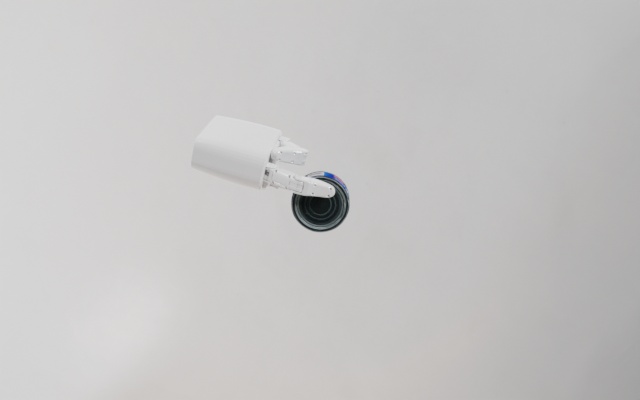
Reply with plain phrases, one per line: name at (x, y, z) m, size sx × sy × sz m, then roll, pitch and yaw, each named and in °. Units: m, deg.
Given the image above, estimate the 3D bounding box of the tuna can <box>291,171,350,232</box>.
tuna can at (0.000, 0.002, 0.694) m, size 0.086 × 0.086 × 0.033 m, roll 0°, pitch 14°, yaw 1°
